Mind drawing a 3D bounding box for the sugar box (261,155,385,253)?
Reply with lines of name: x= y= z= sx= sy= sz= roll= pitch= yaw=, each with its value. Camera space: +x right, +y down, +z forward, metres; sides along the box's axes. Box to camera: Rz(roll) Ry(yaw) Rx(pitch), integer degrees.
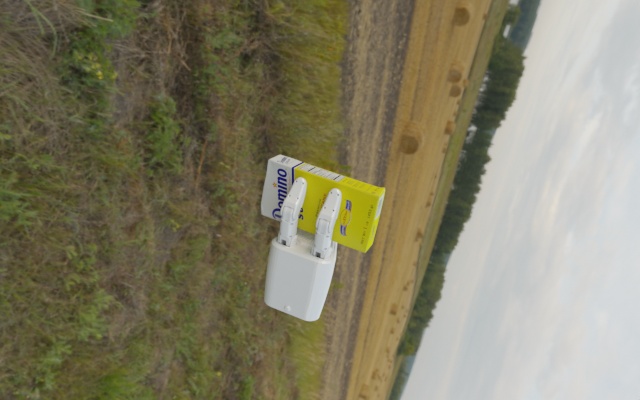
sugar box: x=0.000 y=0.003 z=0.705 sx=0.176 sy=0.093 sz=0.048 roll=17 pitch=23 yaw=15
